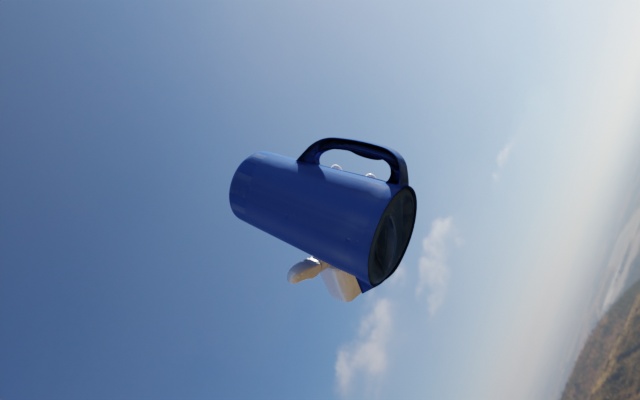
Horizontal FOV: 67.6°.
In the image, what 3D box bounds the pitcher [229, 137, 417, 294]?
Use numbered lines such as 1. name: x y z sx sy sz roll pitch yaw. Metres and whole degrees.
1. pitcher: 0.000 0.002 0.645 0.243 0.149 0.145 20 -30 28
